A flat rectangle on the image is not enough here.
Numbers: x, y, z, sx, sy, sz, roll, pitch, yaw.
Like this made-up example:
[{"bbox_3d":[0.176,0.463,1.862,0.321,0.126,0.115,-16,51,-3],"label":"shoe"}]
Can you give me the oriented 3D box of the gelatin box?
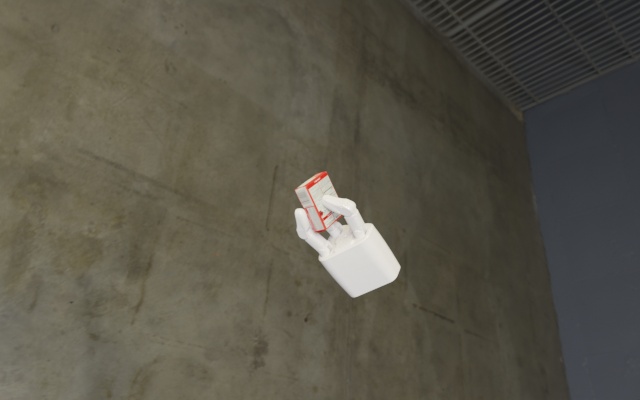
[{"bbox_3d":[0.000,0.002,0.855,0.030,0.089,0.073,-16,15,38],"label":"gelatin box"}]
